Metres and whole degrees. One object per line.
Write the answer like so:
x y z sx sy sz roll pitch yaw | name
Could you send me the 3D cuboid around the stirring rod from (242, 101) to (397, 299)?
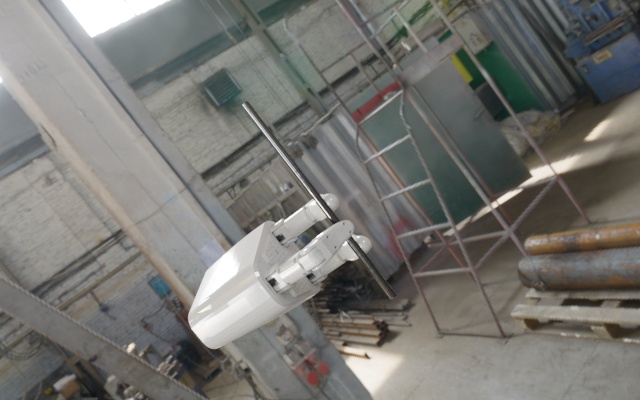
0.000 0.002 0.470 0.011 0.239 0.011 -37 4 3 | stirring rod
